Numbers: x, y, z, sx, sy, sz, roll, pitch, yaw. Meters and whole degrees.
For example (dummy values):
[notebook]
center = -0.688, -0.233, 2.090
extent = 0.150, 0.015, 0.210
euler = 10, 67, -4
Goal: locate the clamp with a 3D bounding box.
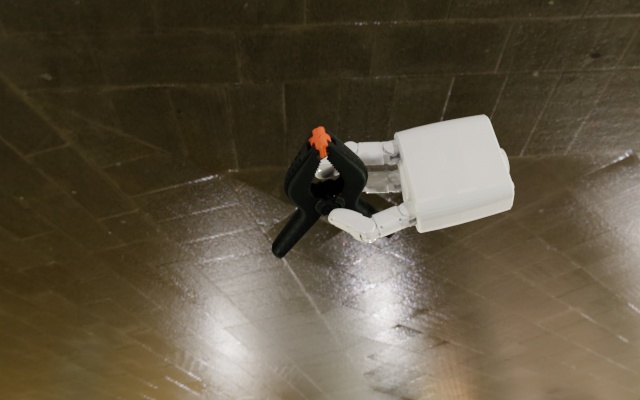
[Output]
[clamp]
center = 0.000, 0.002, 0.562
extent = 0.164, 0.036, 0.210
euler = -16, -38, 4
